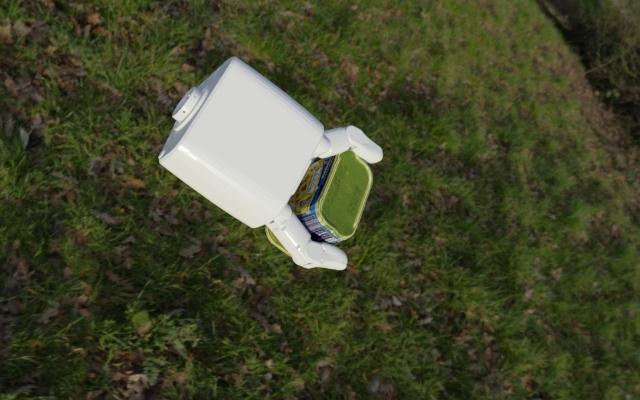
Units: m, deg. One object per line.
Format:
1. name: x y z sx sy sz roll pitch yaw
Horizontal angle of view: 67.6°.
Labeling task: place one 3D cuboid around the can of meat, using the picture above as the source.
1. can of meat: 0.000 0.002 0.500 0.057 0.102 0.084 40 -38 -25
